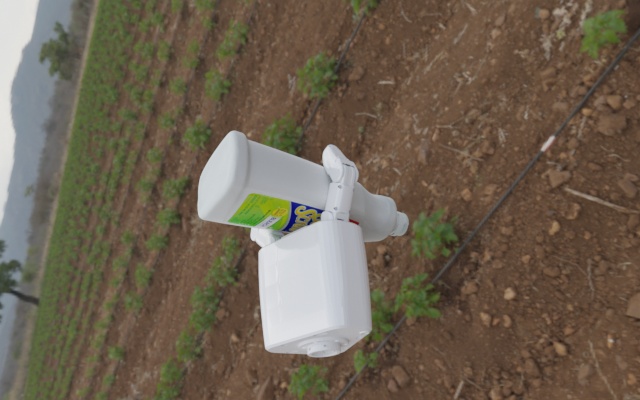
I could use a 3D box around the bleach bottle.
[{"bbox_3d":[0.000,0.002,0.531,0.251,0.068,0.103,13,-35,-30],"label":"bleach bottle"}]
